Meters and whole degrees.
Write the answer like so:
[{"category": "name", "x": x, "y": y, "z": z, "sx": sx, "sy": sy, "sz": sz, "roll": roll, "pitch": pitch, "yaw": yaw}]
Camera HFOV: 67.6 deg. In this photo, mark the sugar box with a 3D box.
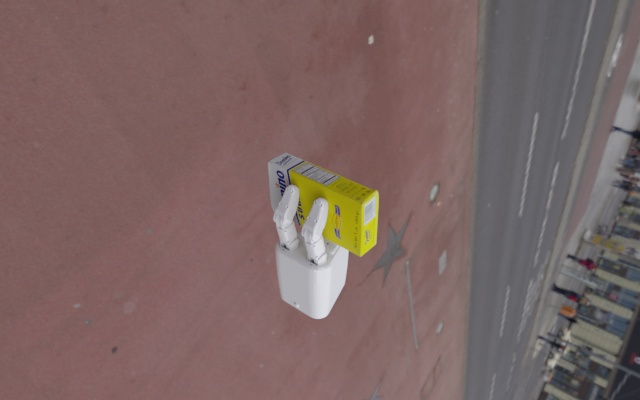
[{"category": "sugar box", "x": 0.000, "y": 0.003, "z": 0.692, "sx": 0.176, "sy": 0.093, "sz": 0.048, "roll": 23, "pitch": 40, "yaw": 32}]
